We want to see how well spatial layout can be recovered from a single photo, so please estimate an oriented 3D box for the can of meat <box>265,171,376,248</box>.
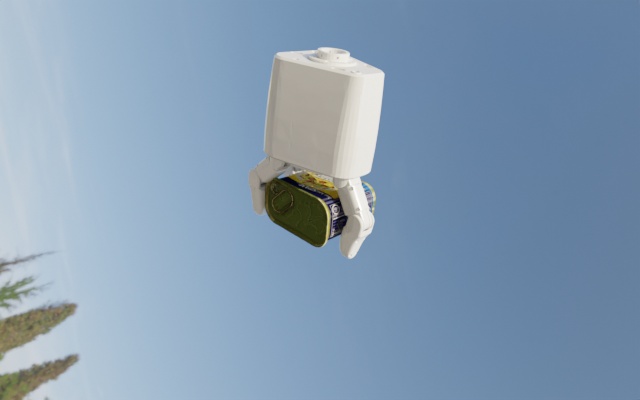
[{"bbox_3d":[0.000,0.002,0.552,0.102,0.057,0.084,26,33,38],"label":"can of meat"}]
